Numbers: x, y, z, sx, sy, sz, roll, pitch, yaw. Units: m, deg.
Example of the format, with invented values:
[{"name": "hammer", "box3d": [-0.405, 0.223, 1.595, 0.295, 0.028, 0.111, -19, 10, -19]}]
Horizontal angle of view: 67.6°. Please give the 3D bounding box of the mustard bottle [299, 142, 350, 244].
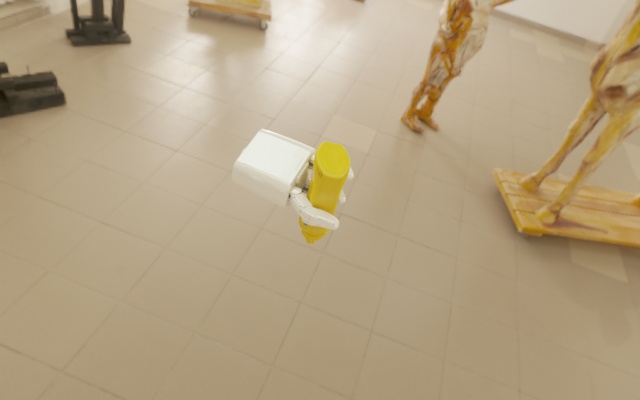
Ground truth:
[{"name": "mustard bottle", "box3d": [0.001, 0.003, 0.812, 0.058, 0.192, 0.096, 9, 40, -9]}]
